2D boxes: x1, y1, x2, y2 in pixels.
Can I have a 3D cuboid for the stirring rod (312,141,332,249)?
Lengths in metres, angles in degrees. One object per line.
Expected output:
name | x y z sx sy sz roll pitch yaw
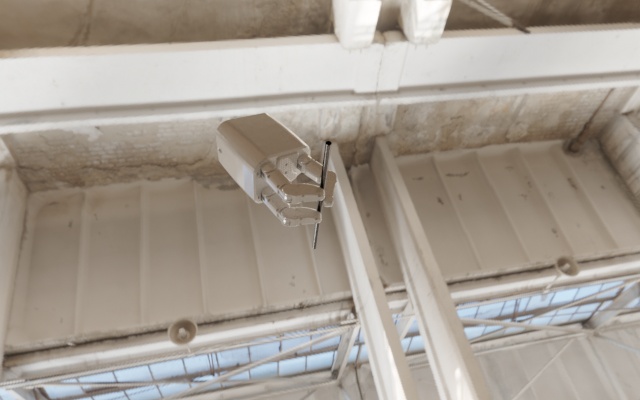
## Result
stirring rod | 0.000 0.002 0.698 0.011 0.011 0.240 0 -38 -6
